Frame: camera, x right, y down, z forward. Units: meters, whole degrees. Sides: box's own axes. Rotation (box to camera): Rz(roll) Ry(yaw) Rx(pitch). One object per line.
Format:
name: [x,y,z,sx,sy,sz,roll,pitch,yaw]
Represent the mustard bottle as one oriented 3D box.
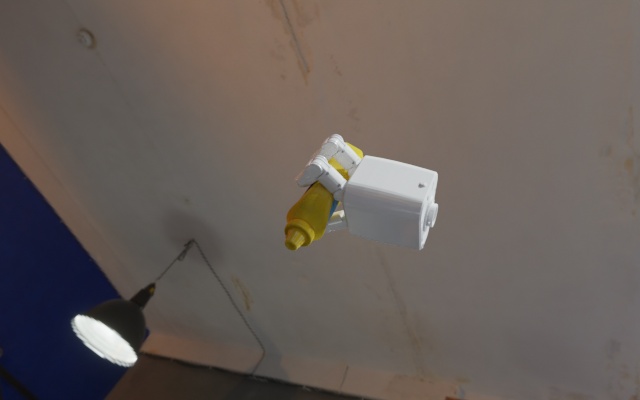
mustard bottle: [0.000,0.002,0.691,0.058,0.191,0.096,31,-43,3]
